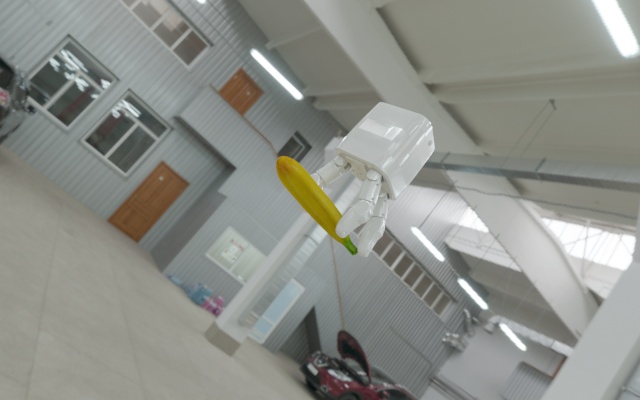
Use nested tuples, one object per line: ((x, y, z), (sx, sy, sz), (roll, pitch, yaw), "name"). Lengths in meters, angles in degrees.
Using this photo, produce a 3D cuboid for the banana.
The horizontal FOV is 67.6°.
((-0.008, -0.002, 0.659), (0.198, 0.037, 0.069), (49, -10, -36), "banana")
